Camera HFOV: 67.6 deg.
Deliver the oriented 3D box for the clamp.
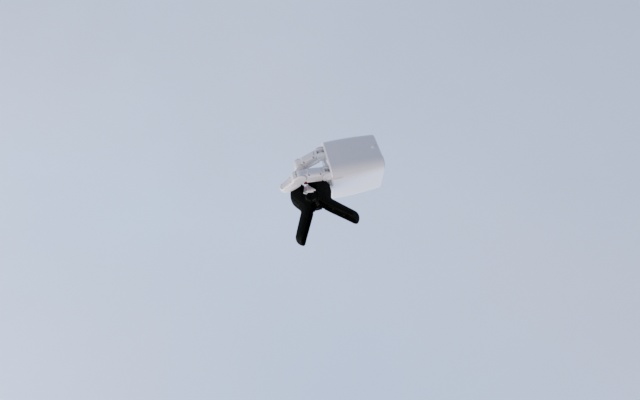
[{"bbox_3d":[0.000,0.003,0.898,0.120,0.171,0.039,-12,-40,-4],"label":"clamp"}]
